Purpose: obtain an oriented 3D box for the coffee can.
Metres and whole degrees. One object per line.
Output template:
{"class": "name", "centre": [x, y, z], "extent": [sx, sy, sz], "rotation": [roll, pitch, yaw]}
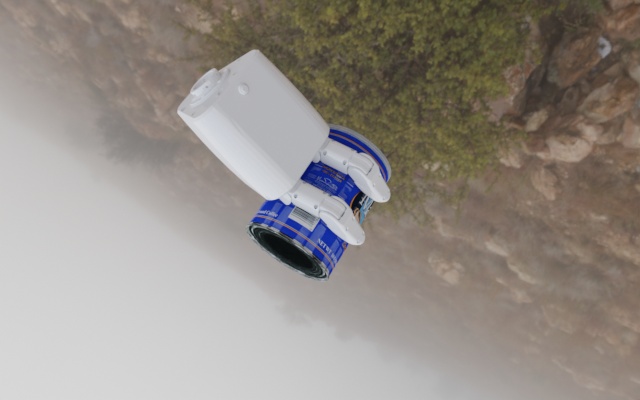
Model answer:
{"class": "coffee can", "centre": [0.000, 0.002, 0.523], "extent": [0.103, 0.140, 0.103], "rotation": [28, -22, 12]}
